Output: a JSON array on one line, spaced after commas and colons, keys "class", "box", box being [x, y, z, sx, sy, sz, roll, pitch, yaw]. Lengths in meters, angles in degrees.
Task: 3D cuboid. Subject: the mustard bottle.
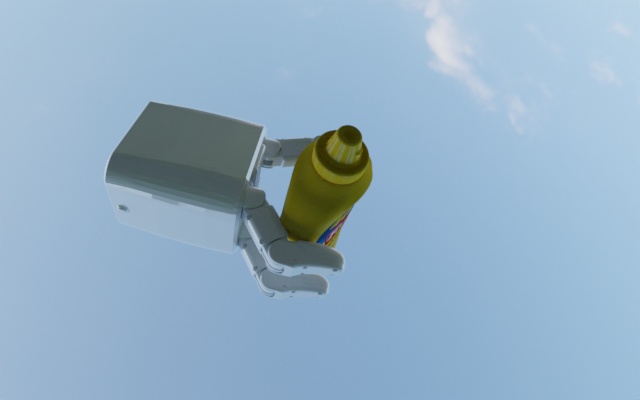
[{"class": "mustard bottle", "box": [0.000, 0.002, 0.404, 0.058, 0.096, 0.192, 34, -31, 8]}]
